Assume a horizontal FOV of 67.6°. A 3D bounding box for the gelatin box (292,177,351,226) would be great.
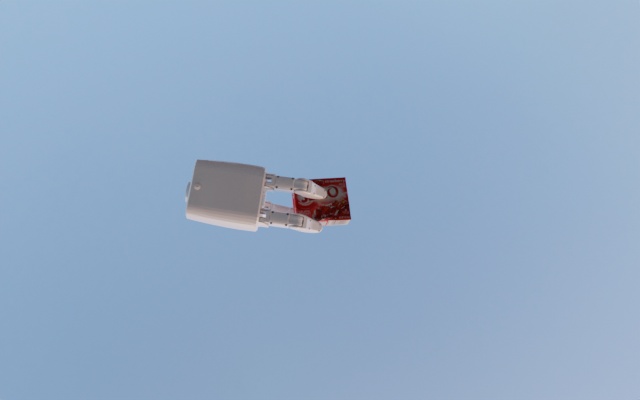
[{"bbox_3d":[0.000,0.003,0.763,0.089,0.073,0.030,-3,-19,-12],"label":"gelatin box"}]
